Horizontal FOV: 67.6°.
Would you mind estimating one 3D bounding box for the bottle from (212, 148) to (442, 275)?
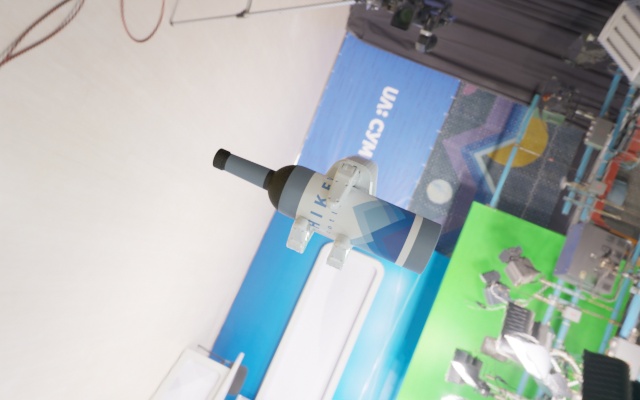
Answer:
[{"bbox_3d":[0.000,0.002,0.599,0.295,0.069,0.069,23,3,8],"label":"bottle"}]
